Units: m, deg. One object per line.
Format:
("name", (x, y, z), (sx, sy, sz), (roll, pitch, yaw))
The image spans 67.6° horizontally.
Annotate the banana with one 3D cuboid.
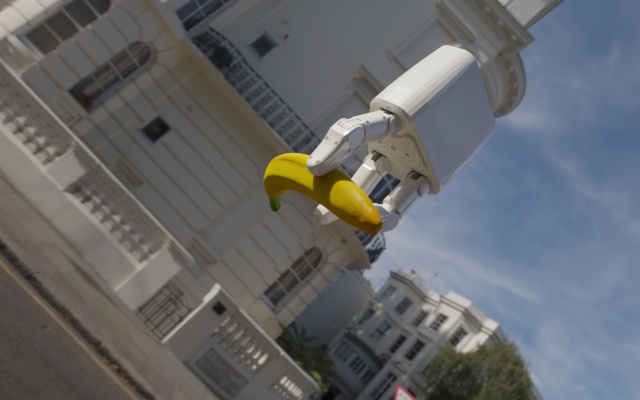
("banana", (-0.010, -0.014, 0.467), (0.037, 0.070, 0.198), (-39, 23, -21))
